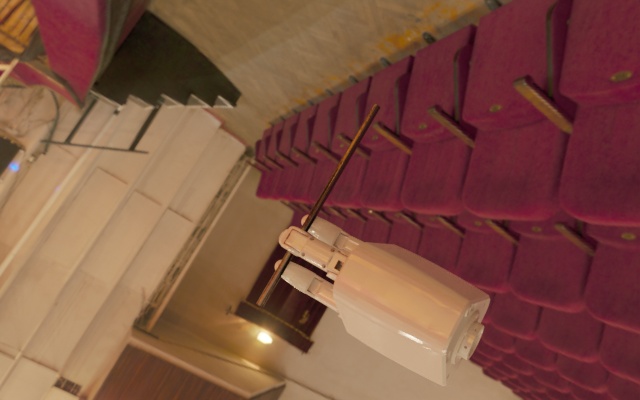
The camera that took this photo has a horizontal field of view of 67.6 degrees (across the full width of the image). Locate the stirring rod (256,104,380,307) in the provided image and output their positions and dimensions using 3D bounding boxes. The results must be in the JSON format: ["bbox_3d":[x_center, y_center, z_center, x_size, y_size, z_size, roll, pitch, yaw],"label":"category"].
[{"bbox_3d":[0.000,0.002,0.491,0.011,0.239,0.011,30,-9,5],"label":"stirring rod"}]
